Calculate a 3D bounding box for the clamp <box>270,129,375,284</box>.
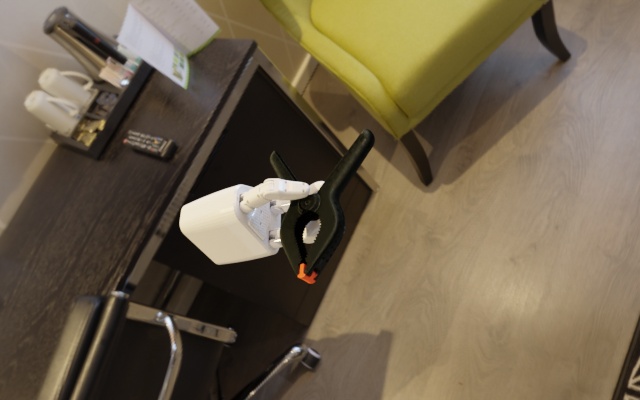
[{"bbox_3d":[-0.001,0.002,0.630,0.164,0.209,0.036,-17,-32,27],"label":"clamp"}]
